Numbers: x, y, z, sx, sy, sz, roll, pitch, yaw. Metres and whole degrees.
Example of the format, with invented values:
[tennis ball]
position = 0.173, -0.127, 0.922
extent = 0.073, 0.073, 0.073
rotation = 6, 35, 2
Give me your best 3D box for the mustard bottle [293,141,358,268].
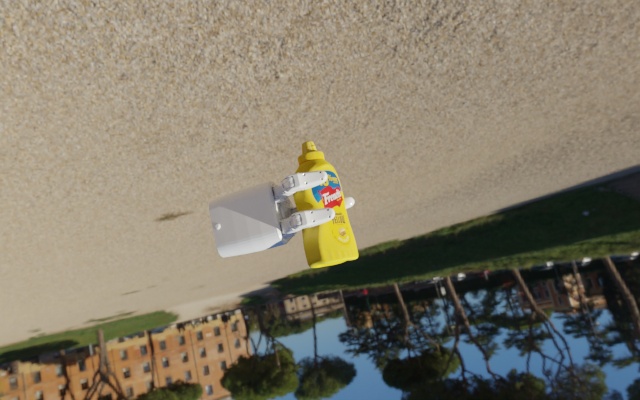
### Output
[mustard bottle]
position = 0.000, 0.003, 0.727
extent = 0.058, 0.191, 0.096
rotation = -21, -12, 36
